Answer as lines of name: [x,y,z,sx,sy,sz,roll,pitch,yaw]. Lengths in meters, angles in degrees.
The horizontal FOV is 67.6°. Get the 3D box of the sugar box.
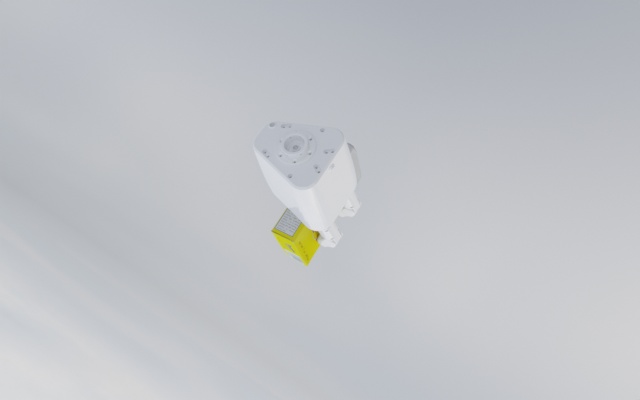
sugar box: [0.000,0.003,0.718,0.048,0.176,0.093,26,-20,24]
